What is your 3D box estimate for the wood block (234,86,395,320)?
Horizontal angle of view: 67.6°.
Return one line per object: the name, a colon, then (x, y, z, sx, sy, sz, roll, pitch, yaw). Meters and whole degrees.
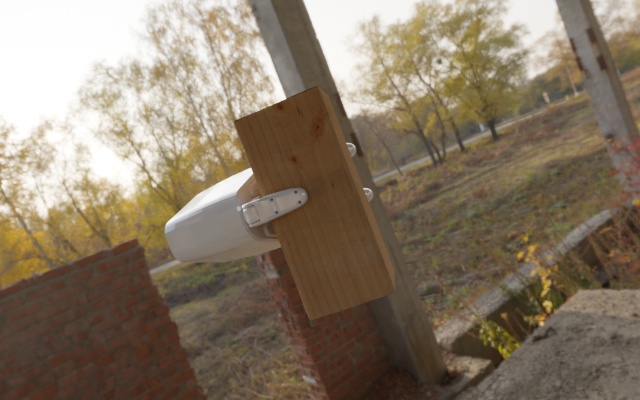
wood block: (0.000, 0.002, 0.491, 0.090, 0.206, 0.091, -21, 2, 10)
